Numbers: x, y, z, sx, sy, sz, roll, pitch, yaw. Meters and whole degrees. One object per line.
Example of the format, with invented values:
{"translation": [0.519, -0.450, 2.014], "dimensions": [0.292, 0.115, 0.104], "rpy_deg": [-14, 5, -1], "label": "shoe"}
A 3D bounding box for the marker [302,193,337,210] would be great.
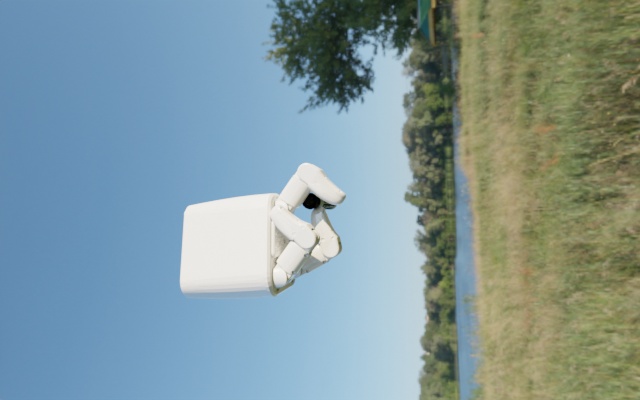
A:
{"translation": [0.000, 0.002, 0.586], "dimensions": [0.020, 0.020, 0.121], "rpy_deg": [0, -1, 13], "label": "marker"}
